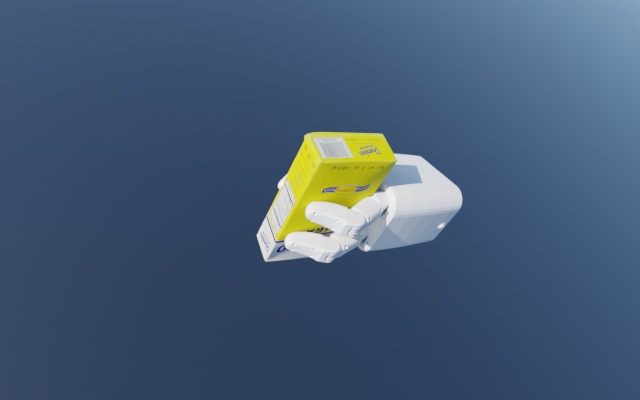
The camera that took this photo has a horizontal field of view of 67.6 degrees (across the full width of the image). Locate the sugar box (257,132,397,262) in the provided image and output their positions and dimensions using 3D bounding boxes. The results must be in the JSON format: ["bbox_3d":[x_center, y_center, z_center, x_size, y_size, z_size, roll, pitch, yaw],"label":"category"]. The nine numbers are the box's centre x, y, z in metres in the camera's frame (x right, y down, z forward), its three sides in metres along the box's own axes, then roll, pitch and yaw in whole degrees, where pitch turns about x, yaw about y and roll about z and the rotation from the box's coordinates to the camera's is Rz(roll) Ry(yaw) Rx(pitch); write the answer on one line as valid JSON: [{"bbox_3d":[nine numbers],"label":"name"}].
[{"bbox_3d":[0.000,0.002,0.524,0.093,0.048,0.176,-3,-39,-29],"label":"sugar box"}]
